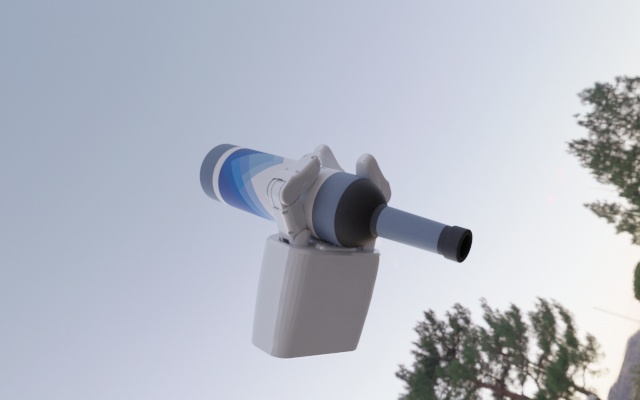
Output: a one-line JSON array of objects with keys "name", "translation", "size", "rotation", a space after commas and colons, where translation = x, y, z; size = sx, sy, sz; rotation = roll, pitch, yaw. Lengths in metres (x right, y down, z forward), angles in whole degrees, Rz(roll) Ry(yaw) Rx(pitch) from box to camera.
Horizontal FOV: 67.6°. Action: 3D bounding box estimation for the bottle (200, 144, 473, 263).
[{"name": "bottle", "translation": [0.000, 0.001, 0.456], "size": [0.295, 0.069, 0.069], "rotation": [17, 11, 38]}]
